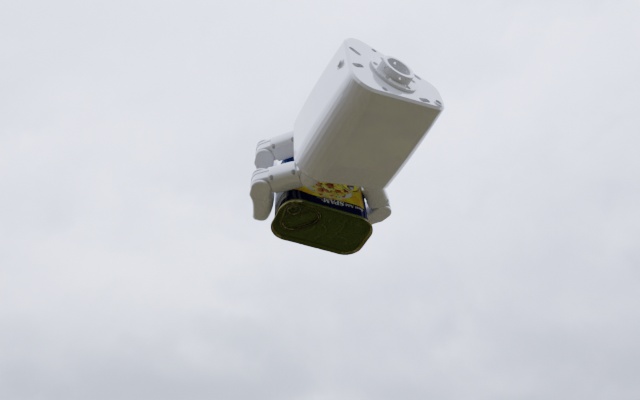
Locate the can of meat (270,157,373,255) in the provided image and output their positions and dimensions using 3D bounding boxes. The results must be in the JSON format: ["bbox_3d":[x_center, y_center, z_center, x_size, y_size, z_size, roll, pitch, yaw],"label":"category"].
[{"bbox_3d":[0.000,0.002,0.513,0.102,0.083,0.057,16,-50,-18],"label":"can of meat"}]
